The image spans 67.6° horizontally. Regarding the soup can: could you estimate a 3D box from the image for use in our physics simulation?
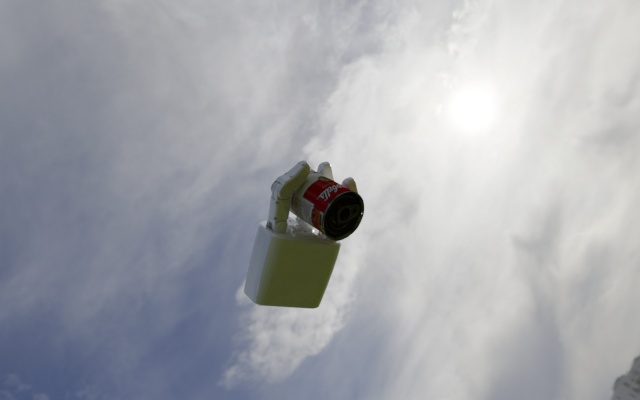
[{"bbox_3d":[0.000,0.002,0.638,0.068,0.068,0.102,0,21,-40],"label":"soup can"}]
